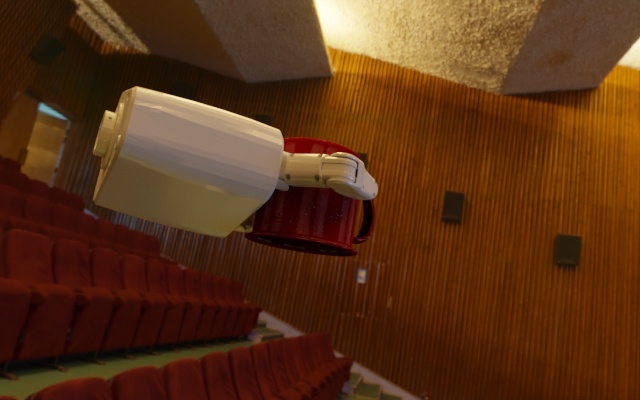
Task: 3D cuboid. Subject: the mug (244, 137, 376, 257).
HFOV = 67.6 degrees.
[{"bbox_3d":[0.001,0.001,0.403,0.117,0.081,0.093,16,-14,-30],"label":"mug"}]
